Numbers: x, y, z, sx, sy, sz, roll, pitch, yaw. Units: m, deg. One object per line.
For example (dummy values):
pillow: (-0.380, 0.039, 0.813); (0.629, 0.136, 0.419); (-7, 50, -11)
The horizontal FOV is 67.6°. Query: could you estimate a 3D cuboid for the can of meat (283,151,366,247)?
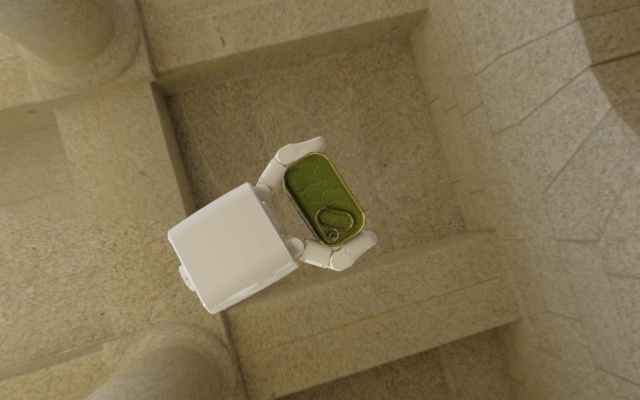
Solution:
can of meat: (0.000, 0.002, 0.545); (0.057, 0.102, 0.084); (-33, 0, -8)
